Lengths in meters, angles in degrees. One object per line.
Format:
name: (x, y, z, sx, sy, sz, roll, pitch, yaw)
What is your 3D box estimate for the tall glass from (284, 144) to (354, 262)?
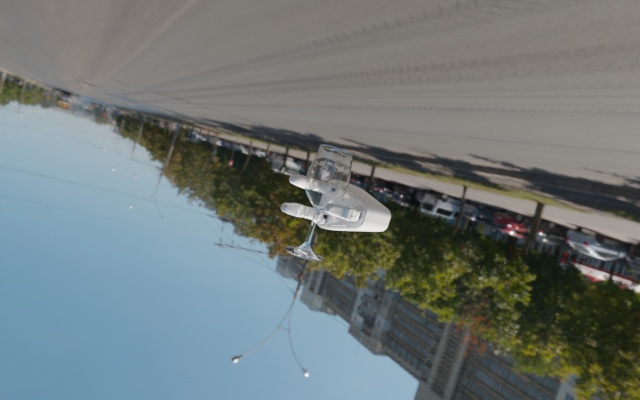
tall glass: (0.000, 0.003, 0.859, 0.079, 0.201, 0.079, 17, 4, -1)
